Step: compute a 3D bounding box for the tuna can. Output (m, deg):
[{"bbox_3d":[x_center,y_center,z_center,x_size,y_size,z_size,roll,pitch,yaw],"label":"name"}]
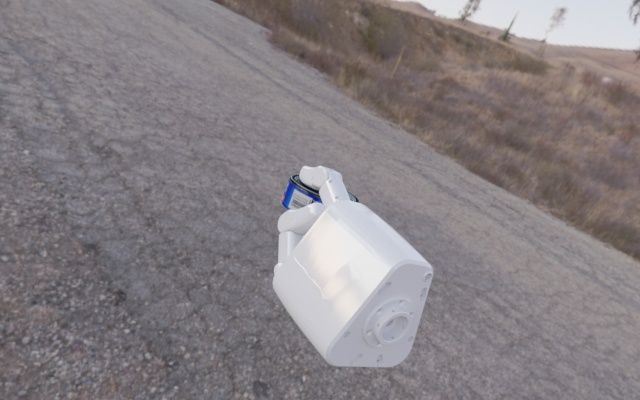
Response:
[{"bbox_3d":[0.000,0.001,0.539,0.086,0.034,0.086,19,13,-5],"label":"tuna can"}]
